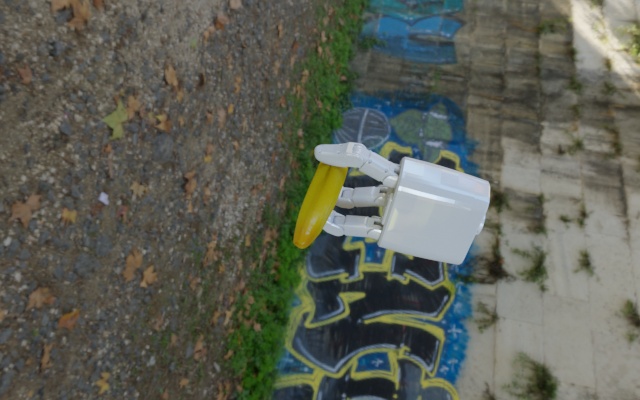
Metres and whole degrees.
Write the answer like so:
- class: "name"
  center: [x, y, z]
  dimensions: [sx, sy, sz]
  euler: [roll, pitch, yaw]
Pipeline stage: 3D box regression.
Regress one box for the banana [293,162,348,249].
- class: "banana"
  center: [0.006, -0.015, 0.577]
  dimensions: [0.037, 0.070, 0.197]
  euler: [20, 27, 0]
